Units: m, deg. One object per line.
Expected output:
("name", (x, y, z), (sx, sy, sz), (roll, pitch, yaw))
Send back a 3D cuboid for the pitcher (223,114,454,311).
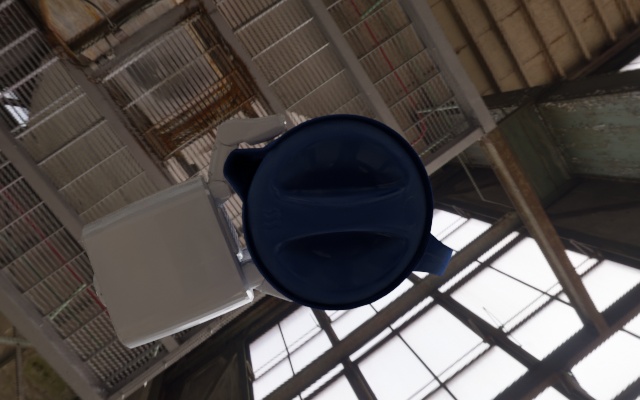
("pitcher", (0.000, 0.001, 0.431), (0.145, 0.149, 0.243), (-22, 11, -8))
